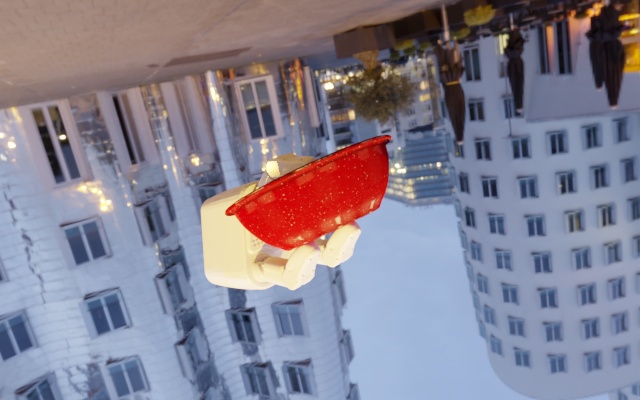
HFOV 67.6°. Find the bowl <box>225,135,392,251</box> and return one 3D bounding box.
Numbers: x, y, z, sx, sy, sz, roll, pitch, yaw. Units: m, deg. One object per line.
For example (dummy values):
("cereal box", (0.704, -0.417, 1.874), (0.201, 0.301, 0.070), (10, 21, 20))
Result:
("bowl", (0.001, 0.002, 0.424), (0.162, 0.055, 0.162), (-25, -3, -1))
